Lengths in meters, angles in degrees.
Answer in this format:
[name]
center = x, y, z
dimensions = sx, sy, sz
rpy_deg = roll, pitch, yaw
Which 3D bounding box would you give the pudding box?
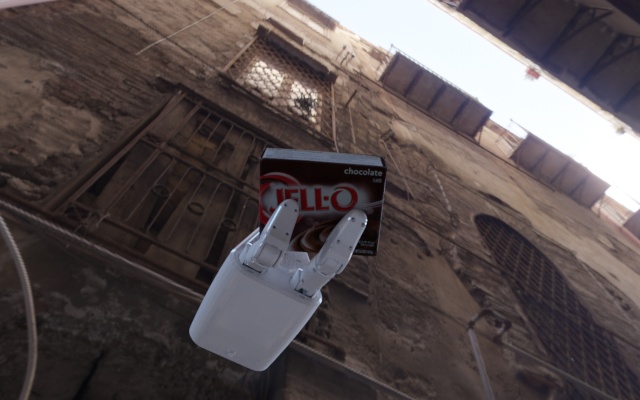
[pudding box]
center = 0.000, 0.001, 0.438
dimensions = 0.113, 0.090, 0.039
rpy_deg = 3, 25, -1
